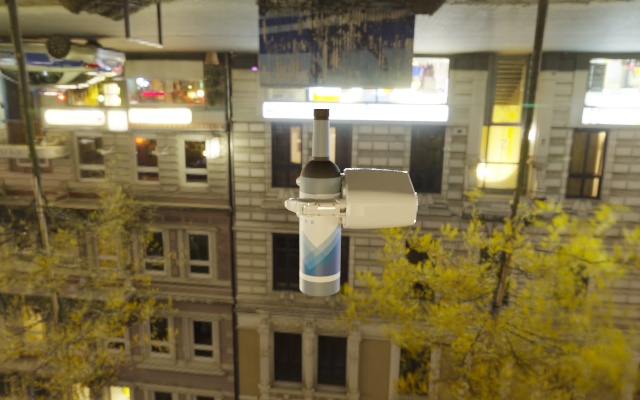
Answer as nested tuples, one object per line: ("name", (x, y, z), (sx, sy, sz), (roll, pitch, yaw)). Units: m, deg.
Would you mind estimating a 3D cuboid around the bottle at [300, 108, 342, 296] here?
("bottle", (0.000, 0.003, 0.763), (0.069, 0.296, 0.069), (1, 12, 0))
